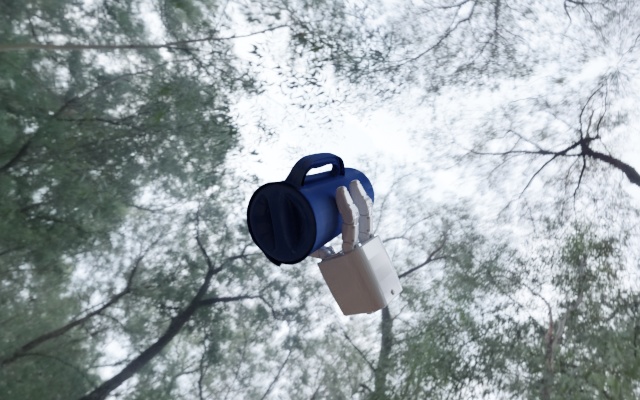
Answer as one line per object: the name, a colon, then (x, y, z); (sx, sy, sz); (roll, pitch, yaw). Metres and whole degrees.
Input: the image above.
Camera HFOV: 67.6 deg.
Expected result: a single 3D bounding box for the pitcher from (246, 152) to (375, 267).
pitcher: (0.000, 0.003, 0.822); (0.149, 0.145, 0.243); (-25, -1, 34)
